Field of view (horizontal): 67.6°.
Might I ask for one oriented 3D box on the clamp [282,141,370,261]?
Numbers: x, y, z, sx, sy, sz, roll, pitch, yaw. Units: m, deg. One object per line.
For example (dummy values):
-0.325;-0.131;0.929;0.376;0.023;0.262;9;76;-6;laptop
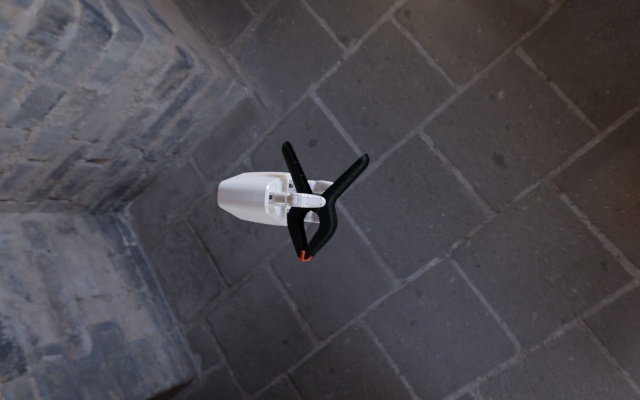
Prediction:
0.000;0.003;0.828;0.164;0.210;0.036;4;0;24;clamp
